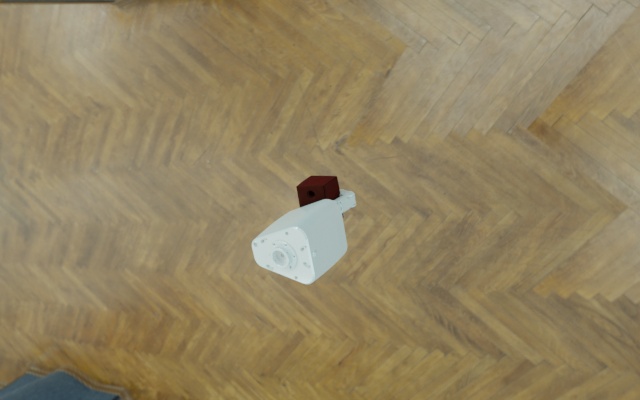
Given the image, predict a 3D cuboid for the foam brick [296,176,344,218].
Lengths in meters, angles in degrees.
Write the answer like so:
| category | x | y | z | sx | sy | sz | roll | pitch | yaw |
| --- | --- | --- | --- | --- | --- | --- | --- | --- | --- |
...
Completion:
| category | x | y | z | sx | sy | sz | roll | pitch | yaw |
| --- | --- | --- | --- | --- | --- | --- | --- | --- | --- |
| foam brick | 0.000 | 0.002 | 0.793 | 0.053 | 0.078 | 0.051 | 1 | 21 | 31 |
